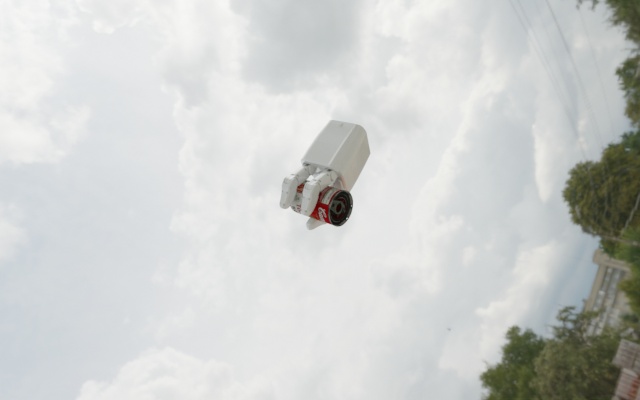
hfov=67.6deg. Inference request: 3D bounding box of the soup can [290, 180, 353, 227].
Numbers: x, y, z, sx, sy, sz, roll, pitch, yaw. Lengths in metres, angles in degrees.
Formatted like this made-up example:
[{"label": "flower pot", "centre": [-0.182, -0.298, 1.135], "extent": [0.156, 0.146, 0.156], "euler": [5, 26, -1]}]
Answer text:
[{"label": "soup can", "centre": [0.000, 0.003, 0.884], "extent": [0.102, 0.068, 0.068], "euler": [17, 11, 38]}]
